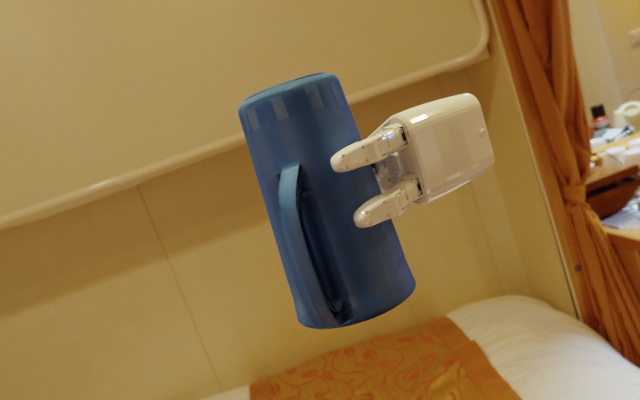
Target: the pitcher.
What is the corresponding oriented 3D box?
[{"bbox_3d":[0.000,0.002,0.490,0.145,0.243,0.149,-22,9,-23],"label":"pitcher"}]
